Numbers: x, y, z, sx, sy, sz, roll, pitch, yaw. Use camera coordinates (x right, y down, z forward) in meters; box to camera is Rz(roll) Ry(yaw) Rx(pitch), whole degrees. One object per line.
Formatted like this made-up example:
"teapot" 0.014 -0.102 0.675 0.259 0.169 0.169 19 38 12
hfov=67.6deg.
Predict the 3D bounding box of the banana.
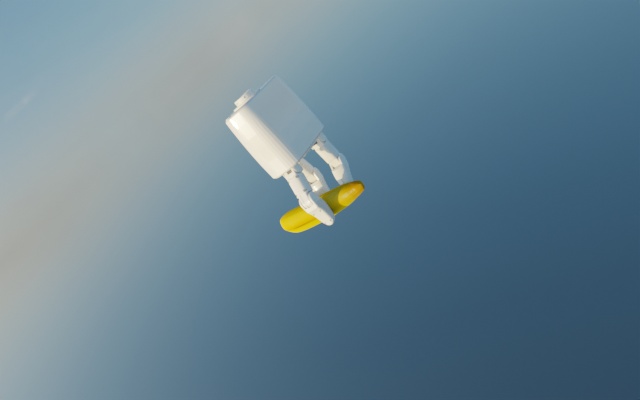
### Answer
"banana" -0.012 0.015 0.742 0.198 0.037 0.069 -24 20 52
